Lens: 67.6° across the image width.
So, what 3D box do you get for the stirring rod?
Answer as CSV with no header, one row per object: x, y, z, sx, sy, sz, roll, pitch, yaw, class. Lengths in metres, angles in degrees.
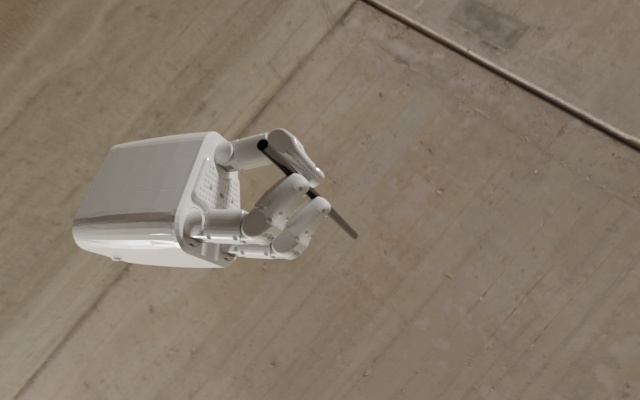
0.000,0.001,0.417,0.011,0.011,0.240,0,-18,19,stirring rod
